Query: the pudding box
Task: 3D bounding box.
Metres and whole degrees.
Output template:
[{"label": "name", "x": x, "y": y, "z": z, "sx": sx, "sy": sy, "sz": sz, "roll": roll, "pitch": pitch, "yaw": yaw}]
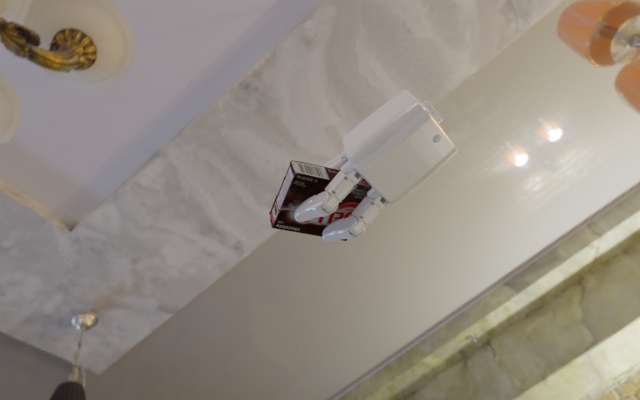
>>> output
[{"label": "pudding box", "x": 0.000, "y": 0.002, "z": 0.627, "sx": 0.113, "sy": 0.090, "sz": 0.039, "roll": 13, "pitch": 31, "yaw": -20}]
